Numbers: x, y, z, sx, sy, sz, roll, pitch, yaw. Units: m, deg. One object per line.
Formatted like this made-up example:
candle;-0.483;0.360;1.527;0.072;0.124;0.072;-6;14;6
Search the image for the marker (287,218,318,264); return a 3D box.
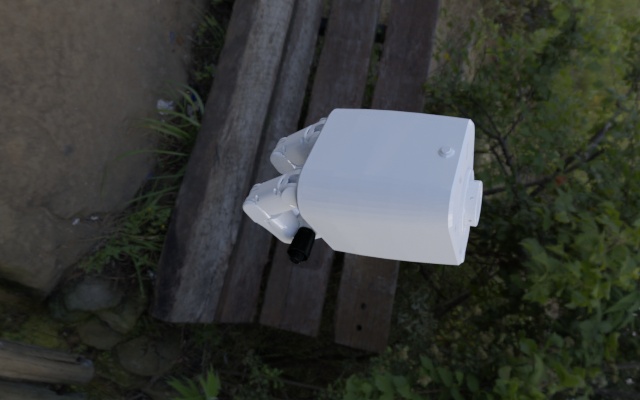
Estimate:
marker;0.000;0.001;0.407;0.020;0.121;0.020;16;-34;11
